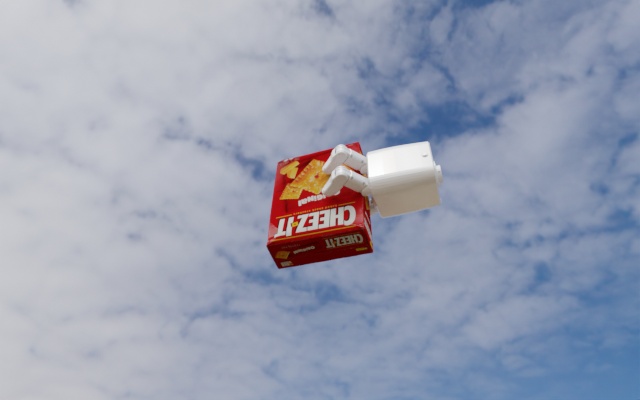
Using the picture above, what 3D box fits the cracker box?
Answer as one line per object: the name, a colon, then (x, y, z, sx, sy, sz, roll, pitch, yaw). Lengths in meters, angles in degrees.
cracker box: (0.000, 0.003, 0.829, 0.164, 0.213, 0.072, -12, -47, 13)
